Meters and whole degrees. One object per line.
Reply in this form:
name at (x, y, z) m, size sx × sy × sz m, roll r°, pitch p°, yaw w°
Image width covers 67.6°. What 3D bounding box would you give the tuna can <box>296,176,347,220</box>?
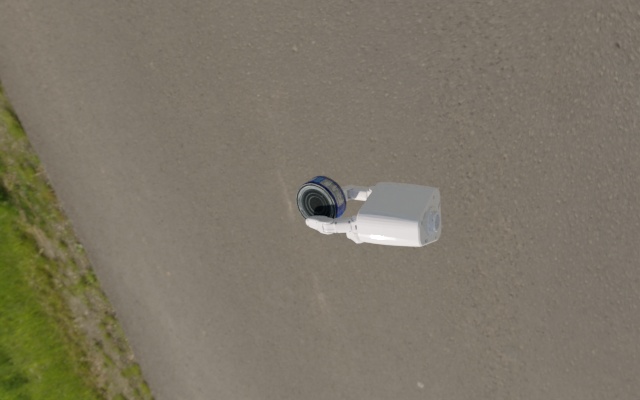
tuna can at (0.000, 0.003, 0.829) m, size 0.086 × 0.086 × 0.033 m, roll 0°, pitch 23°, yaw 37°
